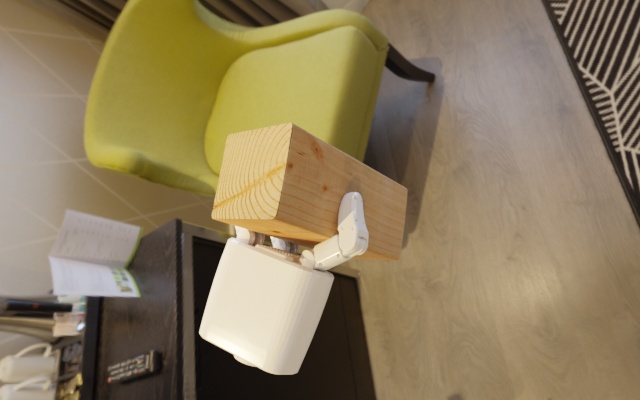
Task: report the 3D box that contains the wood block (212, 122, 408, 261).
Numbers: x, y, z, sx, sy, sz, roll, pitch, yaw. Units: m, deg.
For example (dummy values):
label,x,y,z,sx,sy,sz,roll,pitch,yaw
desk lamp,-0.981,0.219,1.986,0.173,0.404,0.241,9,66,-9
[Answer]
label,x,y,z,sx,sy,sz,roll,pitch,yaw
wood block,0.000,0.002,0.511,0.091,0.090,0.206,-2,-16,40
